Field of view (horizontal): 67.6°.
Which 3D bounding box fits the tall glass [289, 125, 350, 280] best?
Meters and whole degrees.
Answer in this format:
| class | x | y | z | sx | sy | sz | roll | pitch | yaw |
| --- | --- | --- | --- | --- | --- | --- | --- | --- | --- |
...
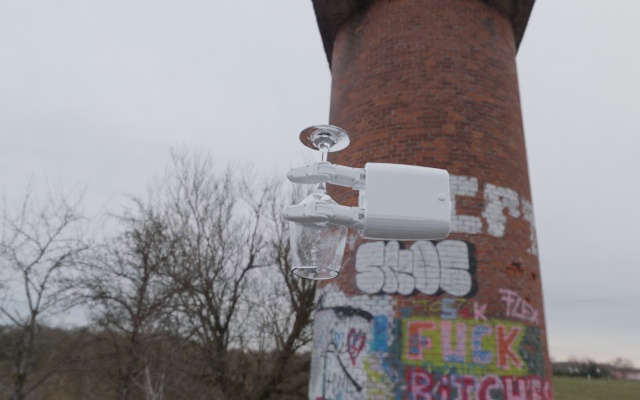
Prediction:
| class | x | y | z | sx | sy | sz | roll | pitch | yaw |
| --- | --- | --- | --- | --- | --- | --- | --- | --- | --- |
| tall glass | 0.000 | 0.002 | 0.649 | 0.079 | 0.201 | 0.079 | 4 | -23 | 1 |
